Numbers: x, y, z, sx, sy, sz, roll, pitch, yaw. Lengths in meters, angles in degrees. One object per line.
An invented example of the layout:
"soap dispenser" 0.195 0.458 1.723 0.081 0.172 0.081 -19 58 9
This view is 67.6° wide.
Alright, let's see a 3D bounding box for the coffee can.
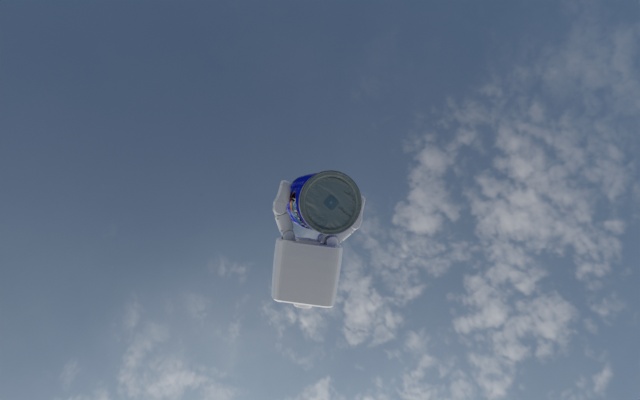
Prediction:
"coffee can" 0.000 0.002 0.821 0.103 0.103 0.140 0 1 -14
